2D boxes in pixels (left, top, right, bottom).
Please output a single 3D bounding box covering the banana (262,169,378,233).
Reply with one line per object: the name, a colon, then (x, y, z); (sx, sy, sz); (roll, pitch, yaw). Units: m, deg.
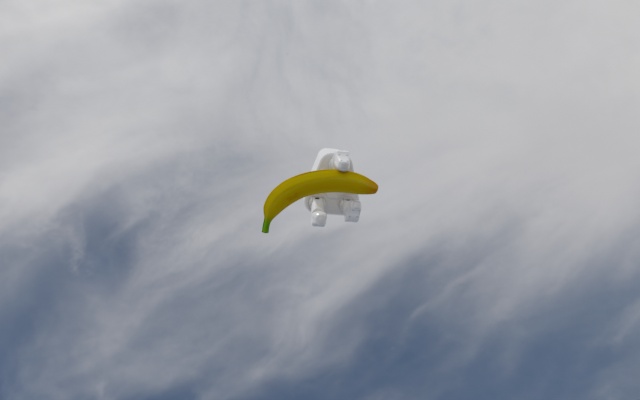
banana: (-0.009, -0.014, 0.756); (0.198, 0.069, 0.037); (-20, 11, -2)
